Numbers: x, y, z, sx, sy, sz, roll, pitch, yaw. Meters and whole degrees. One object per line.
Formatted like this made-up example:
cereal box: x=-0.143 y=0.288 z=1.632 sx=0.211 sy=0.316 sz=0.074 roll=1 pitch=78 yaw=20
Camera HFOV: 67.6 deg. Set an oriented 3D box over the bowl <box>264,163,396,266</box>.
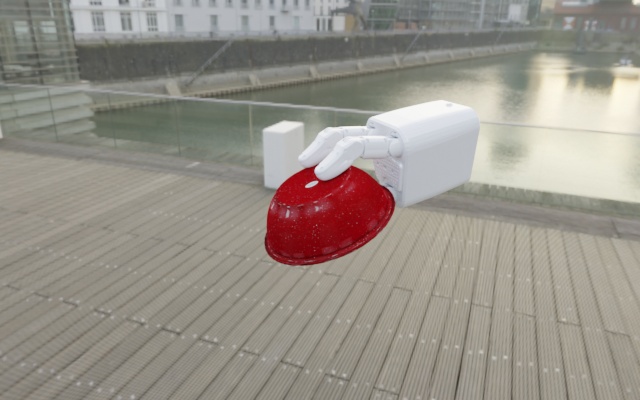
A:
bowl: x=-0.001 y=0.002 z=0.545 sx=0.162 sy=0.055 sz=0.162 roll=-18 pitch=28 yaw=10
